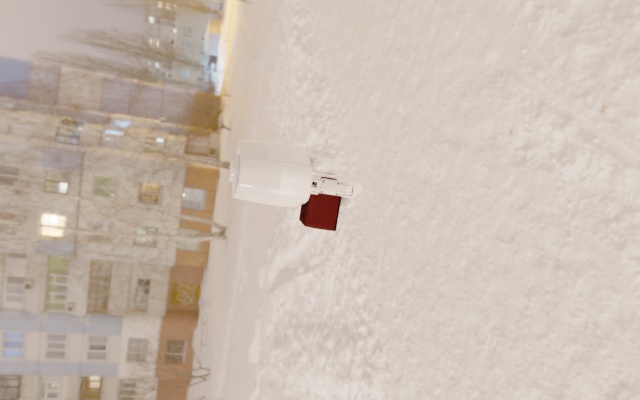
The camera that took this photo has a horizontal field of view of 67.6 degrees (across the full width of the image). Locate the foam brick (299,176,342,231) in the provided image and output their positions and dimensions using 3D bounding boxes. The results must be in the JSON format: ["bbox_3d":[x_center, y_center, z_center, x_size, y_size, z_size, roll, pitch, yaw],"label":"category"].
[{"bbox_3d":[0.000,0.003,0.751,0.051,0.078,0.053,7,9,-16],"label":"foam brick"}]
